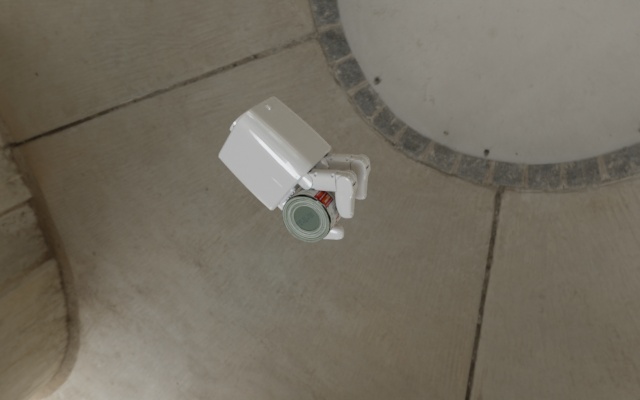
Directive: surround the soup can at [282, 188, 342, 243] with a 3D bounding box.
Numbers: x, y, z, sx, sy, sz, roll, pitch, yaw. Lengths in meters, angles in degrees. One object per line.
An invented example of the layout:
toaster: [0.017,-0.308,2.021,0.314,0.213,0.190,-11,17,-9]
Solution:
soup can: [0.000,0.003,0.630,0.068,0.068,0.102,0,25,24]
